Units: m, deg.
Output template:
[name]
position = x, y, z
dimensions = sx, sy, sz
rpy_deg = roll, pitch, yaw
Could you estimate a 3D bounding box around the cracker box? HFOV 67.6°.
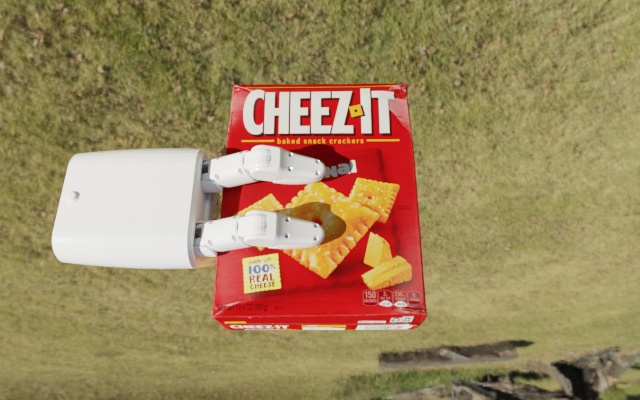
[cracker box]
position = 0.000, 0.002, 0.418
dimensions = 0.164, 0.213, 0.072
rpy_deg = 0, -23, 0
